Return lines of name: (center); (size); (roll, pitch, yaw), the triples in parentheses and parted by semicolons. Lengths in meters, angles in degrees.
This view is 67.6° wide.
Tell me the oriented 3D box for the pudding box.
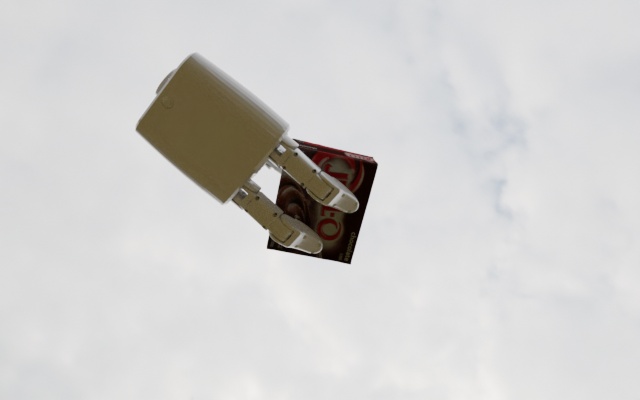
pudding box: (0.000, 0.002, 0.485); (0.090, 0.113, 0.039); (12, 20, -6)
